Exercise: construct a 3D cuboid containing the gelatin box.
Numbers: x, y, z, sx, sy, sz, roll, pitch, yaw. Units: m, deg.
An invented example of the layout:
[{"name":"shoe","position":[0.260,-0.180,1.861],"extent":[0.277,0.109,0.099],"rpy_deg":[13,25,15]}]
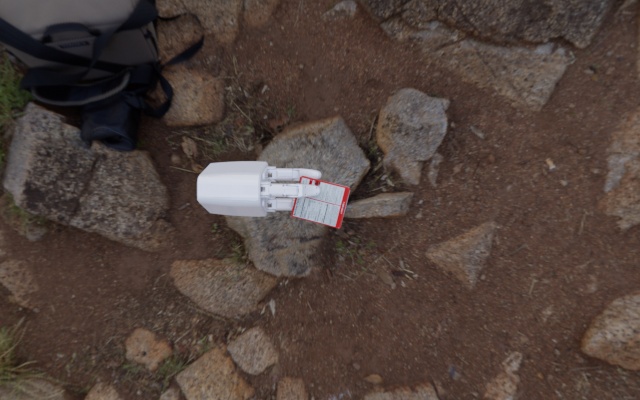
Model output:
[{"name":"gelatin box","position":[0.000,0.003,0.825],"extent":[0.089,0.073,0.030],"rpy_deg":[14,0,5]}]
